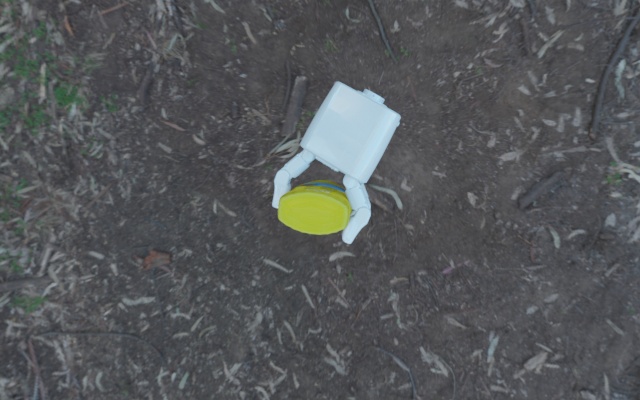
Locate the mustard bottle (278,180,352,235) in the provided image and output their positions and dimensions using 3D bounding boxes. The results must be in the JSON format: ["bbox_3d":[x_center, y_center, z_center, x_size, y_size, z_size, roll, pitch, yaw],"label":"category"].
[{"bbox_3d":[0.000,0.003,0.718,0.096,0.058,0.191,6,10,6],"label":"mustard bottle"}]
